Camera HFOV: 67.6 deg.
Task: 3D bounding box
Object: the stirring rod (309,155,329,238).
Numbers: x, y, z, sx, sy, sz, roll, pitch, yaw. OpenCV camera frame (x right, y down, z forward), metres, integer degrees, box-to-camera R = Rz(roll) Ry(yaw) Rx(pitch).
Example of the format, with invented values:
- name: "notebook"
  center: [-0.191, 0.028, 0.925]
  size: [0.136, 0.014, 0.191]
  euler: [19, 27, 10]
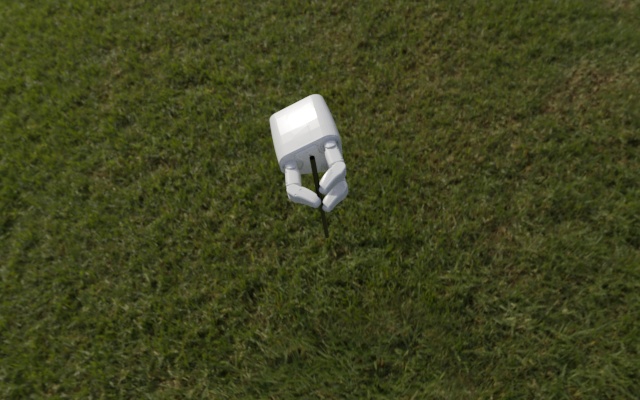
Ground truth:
- name: "stirring rod"
  center: [0.000, 0.003, 0.783]
  size: [0.011, 0.011, 0.240]
  euler: [0, -32, 7]
